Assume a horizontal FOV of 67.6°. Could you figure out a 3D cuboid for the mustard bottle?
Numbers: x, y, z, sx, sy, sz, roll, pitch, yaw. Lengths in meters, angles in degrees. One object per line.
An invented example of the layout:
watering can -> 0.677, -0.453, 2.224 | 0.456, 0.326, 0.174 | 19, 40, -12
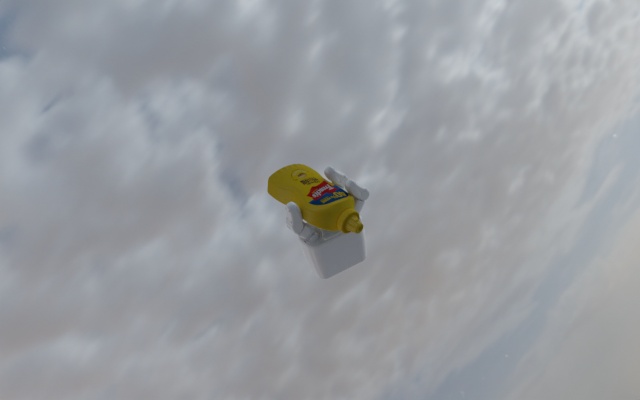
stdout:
mustard bottle -> 0.000, 0.002, 0.813 | 0.096, 0.058, 0.191 | -18, 40, -38
